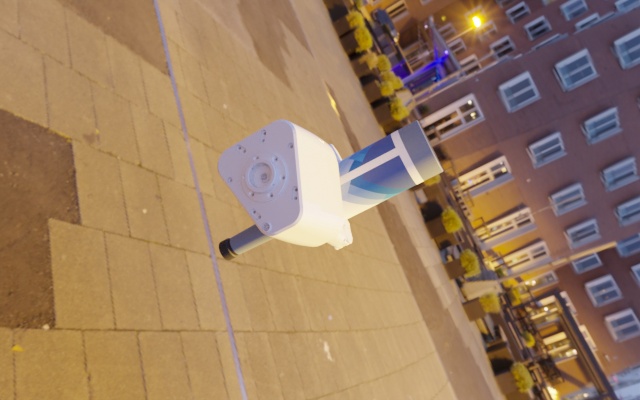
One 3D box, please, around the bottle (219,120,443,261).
[{"bbox_3d":[0.000,0.002,0.587,0.296,0.069,0.069,-27,-8,16],"label":"bottle"}]
